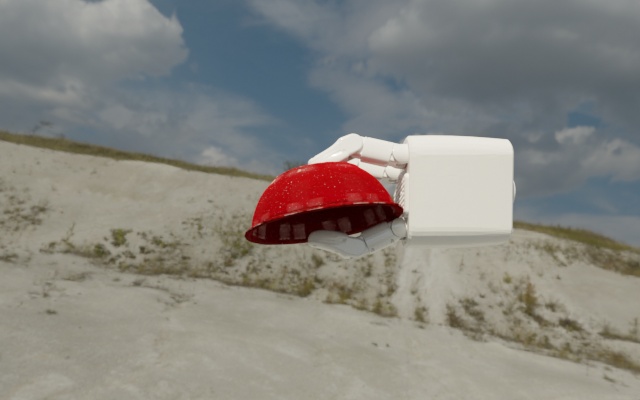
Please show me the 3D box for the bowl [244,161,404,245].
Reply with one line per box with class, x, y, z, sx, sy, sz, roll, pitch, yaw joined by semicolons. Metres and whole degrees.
bowl;-0.001;0.001;0.488;0.162;0.055;0.162;-10;-14;-2
